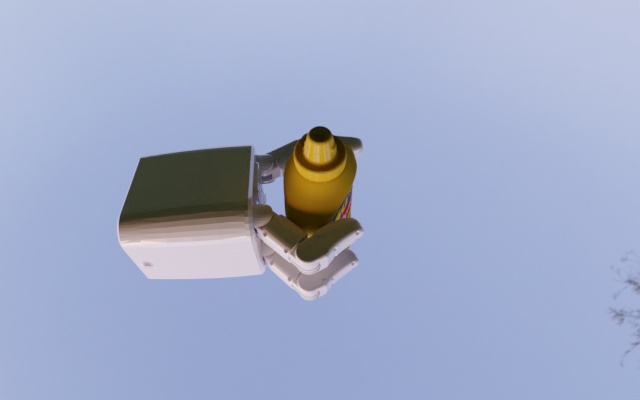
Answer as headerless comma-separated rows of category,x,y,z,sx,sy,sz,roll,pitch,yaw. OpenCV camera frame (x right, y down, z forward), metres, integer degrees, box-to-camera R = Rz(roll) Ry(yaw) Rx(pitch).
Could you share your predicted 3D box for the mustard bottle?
mustard bottle,0.000,0.002,0.429,0.058,0.096,0.192,17,-30,11
